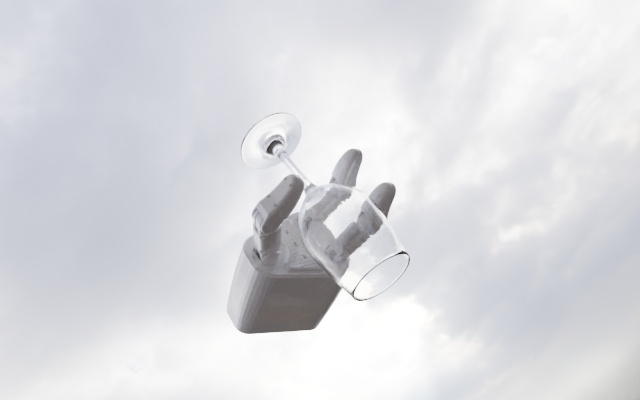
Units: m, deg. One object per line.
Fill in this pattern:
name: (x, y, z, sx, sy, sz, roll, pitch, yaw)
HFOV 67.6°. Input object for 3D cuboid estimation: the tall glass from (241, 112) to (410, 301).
tall glass: (0.000, 0.001, 0.464, 0.079, 0.079, 0.201, 0, 41, -45)
